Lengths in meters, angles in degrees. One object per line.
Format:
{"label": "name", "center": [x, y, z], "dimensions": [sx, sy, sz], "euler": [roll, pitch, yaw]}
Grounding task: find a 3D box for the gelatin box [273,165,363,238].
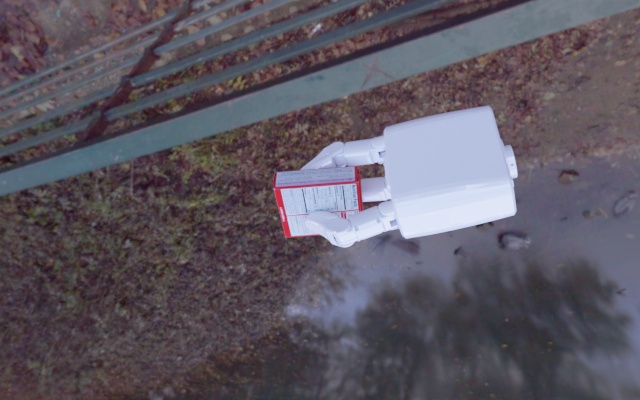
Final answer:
{"label": "gelatin box", "center": [0.000, 0.002, 0.504], "dimensions": [0.089, 0.073, 0.030], "euler": [-5, 43, 5]}
